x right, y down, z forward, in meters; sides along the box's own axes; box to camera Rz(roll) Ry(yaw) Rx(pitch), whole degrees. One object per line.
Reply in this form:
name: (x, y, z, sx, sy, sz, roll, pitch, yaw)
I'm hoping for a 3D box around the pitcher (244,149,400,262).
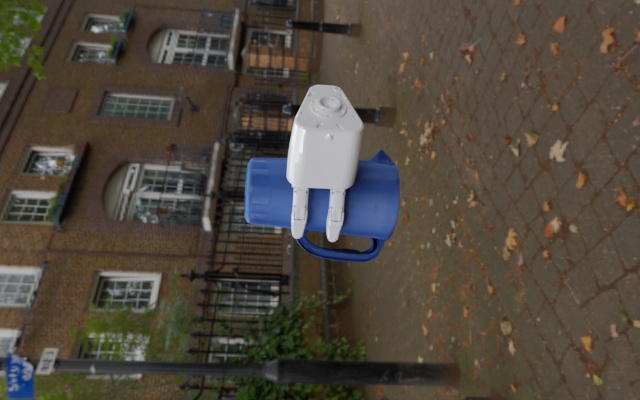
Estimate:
pitcher: (0.000, 0.002, 0.783, 0.243, 0.149, 0.145, 4, -42, -6)
